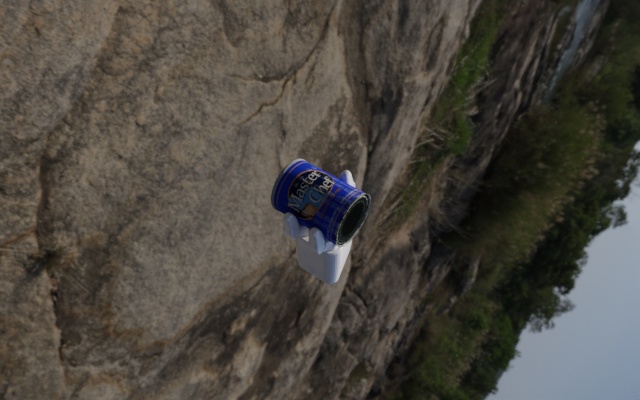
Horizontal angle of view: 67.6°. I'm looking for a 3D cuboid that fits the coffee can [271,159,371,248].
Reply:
[{"bbox_3d":[0.000,0.002,0.825,0.140,0.103,0.103,29,13,24],"label":"coffee can"}]
